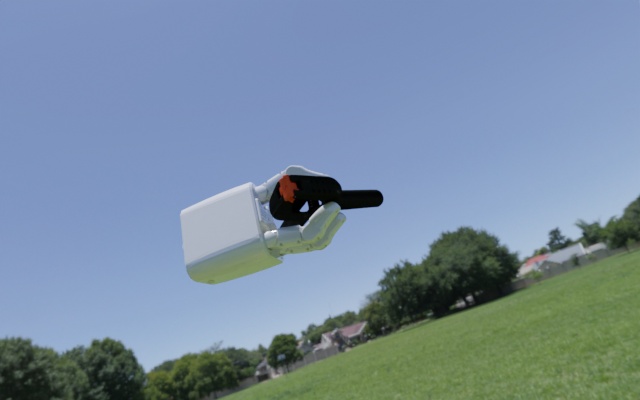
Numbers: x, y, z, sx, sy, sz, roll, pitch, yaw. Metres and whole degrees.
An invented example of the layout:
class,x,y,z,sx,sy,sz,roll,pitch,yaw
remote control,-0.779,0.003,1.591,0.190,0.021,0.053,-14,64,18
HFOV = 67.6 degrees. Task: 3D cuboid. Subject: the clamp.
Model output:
class,x,y,z,sx,sy,sz,roll,pitch,yaw
clamp,0.000,0.001,0.629,0.164,0.036,0.210,-20,-16,5
